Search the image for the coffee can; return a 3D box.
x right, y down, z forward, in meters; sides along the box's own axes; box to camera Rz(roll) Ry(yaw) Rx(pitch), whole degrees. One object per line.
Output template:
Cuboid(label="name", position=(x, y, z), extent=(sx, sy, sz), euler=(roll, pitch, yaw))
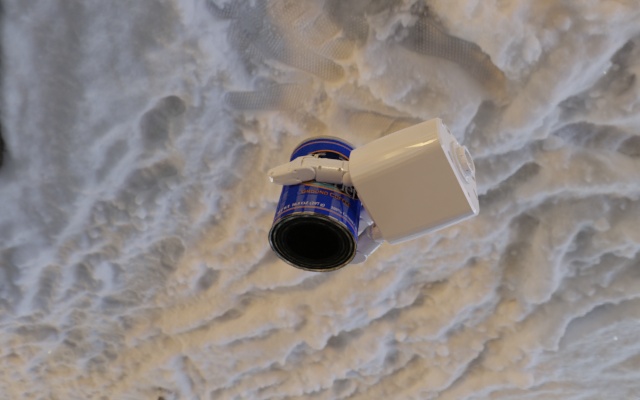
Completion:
Cuboid(label="coffee can", position=(0.000, 0.002, 0.590), extent=(0.103, 0.103, 0.140), euler=(0, 44, 11))
